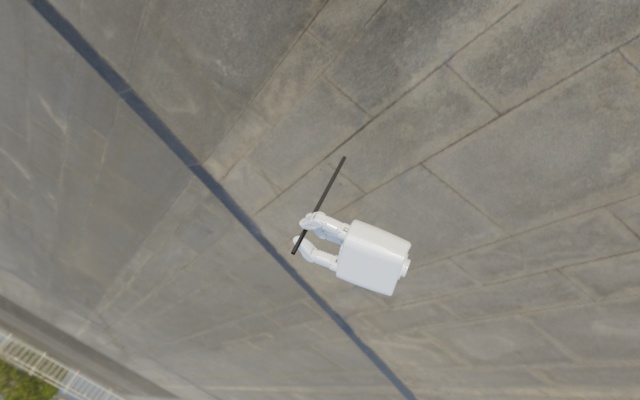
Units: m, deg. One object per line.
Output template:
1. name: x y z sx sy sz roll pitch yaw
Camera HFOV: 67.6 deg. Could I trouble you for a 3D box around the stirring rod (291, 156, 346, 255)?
1. stirring rod: 0.000 0.003 0.893 0.011 0.239 0.011 20 -33 14
